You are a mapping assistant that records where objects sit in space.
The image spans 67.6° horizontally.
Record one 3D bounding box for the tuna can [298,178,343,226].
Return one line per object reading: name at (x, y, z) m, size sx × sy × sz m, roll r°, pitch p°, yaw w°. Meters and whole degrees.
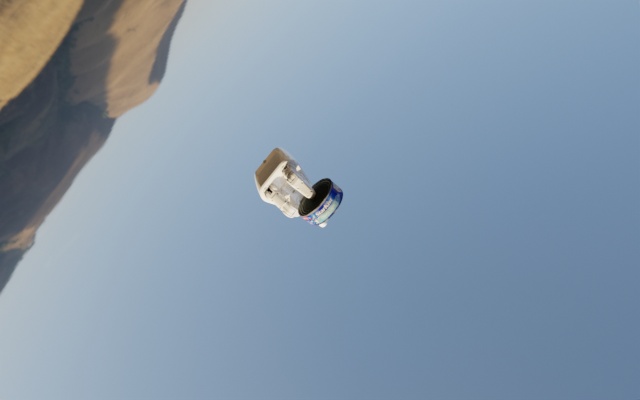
tuna can at (0.001, 0.003, 0.864) m, size 0.034 × 0.086 × 0.086 m, roll 40°, pitch -19°, yaw -24°
